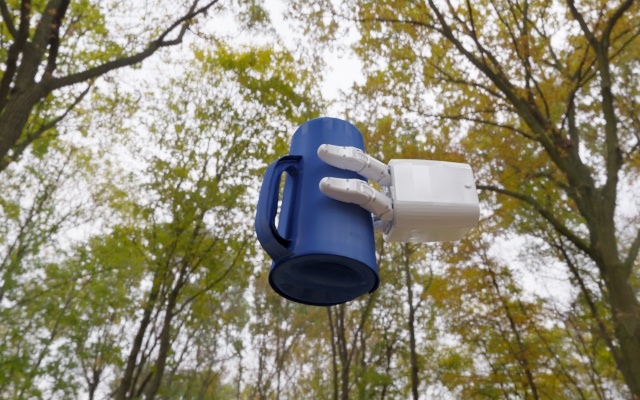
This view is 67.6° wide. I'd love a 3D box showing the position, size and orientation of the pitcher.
[{"bbox_3d":[0.000,0.002,0.629,0.145,0.242,0.149,1,-37,1],"label":"pitcher"}]
